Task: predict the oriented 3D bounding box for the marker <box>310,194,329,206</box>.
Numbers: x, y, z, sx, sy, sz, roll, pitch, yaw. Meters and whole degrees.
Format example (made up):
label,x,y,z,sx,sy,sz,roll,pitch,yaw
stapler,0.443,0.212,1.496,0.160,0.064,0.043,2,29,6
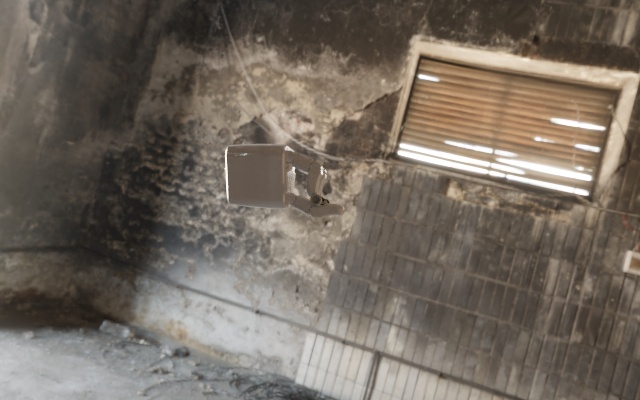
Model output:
label,x,y,z,sx,sy,sz,roll,pitch,yaw
marker,0.000,0.003,0.842,0.020,0.020,0.121,0,-4,8
